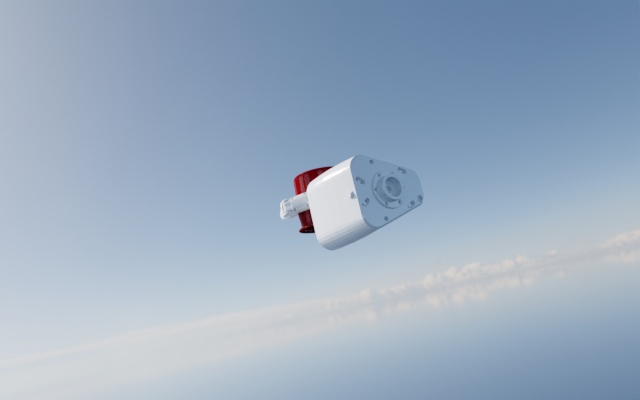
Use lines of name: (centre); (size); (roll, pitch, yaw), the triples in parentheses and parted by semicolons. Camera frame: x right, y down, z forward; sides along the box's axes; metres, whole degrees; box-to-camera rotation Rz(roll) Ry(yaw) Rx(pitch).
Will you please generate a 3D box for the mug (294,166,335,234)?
mug: (-0.001, 0.003, 0.719); (0.093, 0.081, 0.117); (-4, -14, -32)
